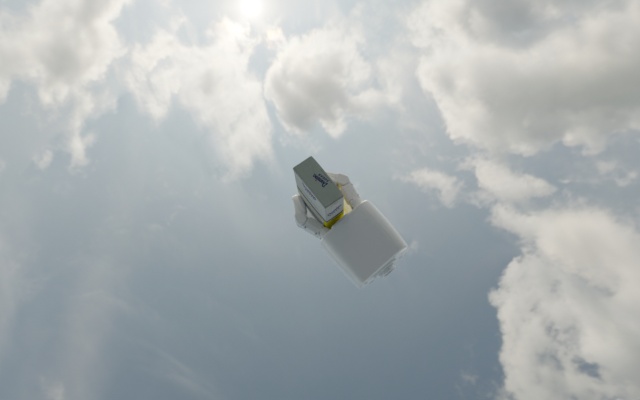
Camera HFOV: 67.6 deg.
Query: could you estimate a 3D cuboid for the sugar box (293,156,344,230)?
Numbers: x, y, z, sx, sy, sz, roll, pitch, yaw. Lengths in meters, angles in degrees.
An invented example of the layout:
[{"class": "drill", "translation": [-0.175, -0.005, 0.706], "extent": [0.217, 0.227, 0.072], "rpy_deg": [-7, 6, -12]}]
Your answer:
[{"class": "sugar box", "translation": [0.001, 0.003, 0.845], "extent": [0.048, 0.093, 0.176], "rpy_deg": [-34, -20, -14]}]
